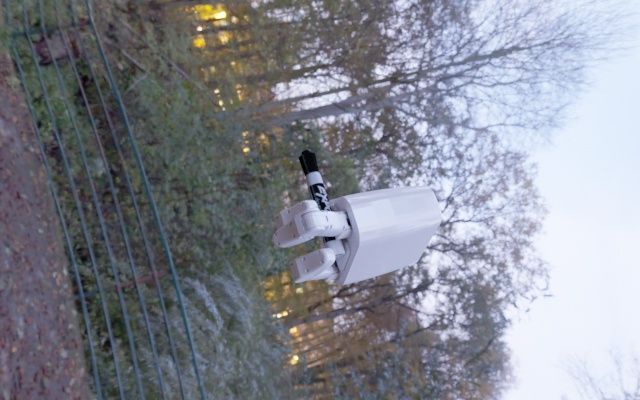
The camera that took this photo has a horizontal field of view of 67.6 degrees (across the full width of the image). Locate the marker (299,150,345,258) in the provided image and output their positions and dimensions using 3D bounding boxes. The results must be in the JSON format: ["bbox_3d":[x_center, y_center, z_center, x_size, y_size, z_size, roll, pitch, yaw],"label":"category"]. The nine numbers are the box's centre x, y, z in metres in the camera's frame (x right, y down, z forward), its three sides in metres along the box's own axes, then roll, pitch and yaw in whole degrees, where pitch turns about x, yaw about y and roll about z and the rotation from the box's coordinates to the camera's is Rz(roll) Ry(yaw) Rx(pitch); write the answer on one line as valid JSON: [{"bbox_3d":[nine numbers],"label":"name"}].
[{"bbox_3d":[0.000,0.002,0.507,0.020,0.121,0.020,-15,-17,-5],"label":"marker"}]
